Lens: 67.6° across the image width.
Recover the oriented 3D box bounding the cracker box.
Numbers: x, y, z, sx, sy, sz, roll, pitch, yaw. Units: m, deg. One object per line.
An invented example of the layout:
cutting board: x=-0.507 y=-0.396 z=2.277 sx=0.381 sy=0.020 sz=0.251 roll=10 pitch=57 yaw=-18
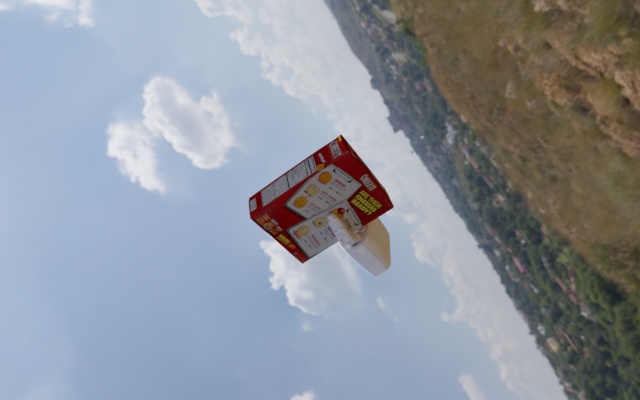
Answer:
cracker box: x=0.000 y=0.003 z=0.882 sx=0.214 sy=0.072 sz=0.164 roll=-34 pitch=-52 yaw=13
